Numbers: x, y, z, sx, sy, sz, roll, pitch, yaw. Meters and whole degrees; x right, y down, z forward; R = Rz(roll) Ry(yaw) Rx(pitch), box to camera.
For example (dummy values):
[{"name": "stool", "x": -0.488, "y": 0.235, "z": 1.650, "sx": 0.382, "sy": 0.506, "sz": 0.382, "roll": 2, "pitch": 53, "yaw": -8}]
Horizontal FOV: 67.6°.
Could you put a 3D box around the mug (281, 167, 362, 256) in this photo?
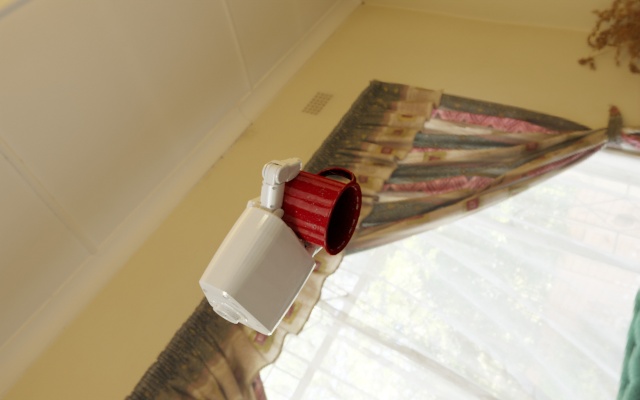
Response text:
[{"name": "mug", "x": 0.001, "y": 0.001, "z": 0.593, "sx": 0.081, "sy": 0.117, "sz": 0.093, "roll": 18, "pitch": -31, "yaw": 25}]
